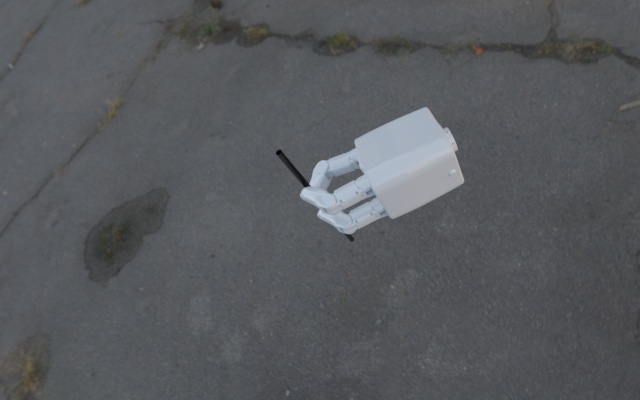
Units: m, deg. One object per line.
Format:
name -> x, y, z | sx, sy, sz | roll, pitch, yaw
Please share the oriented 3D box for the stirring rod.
stirring rod -> 0.000, 0.002, 0.656 | 0.011, 0.011, 0.240 | 0, -29, 28
